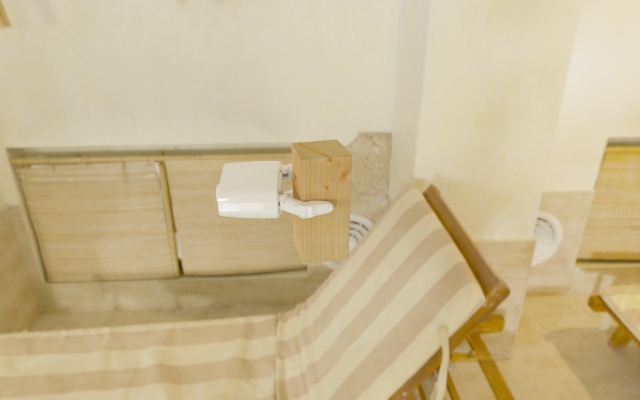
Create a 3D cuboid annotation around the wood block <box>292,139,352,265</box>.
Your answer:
[{"bbox_3d":[0.000,0.003,0.877,0.090,0.206,0.090,-6,26,-13],"label":"wood block"}]
